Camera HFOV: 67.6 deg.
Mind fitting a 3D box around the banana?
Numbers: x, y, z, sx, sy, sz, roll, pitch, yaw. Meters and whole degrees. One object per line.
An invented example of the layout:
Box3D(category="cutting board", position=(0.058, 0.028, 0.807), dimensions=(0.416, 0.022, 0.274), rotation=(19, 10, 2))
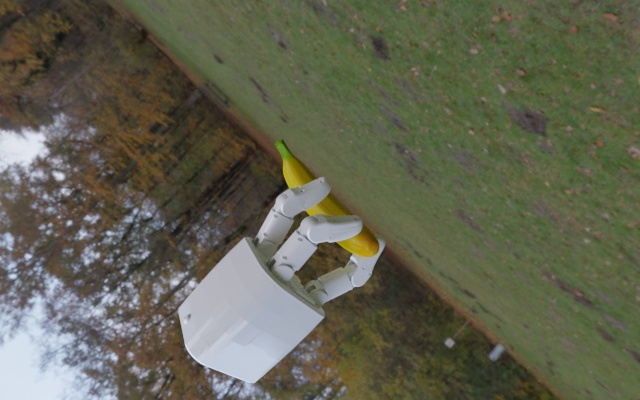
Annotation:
Box3D(category="banana", position=(0.005, 0.008, 0.540), dimensions=(0.197, 0.037, 0.070), rotation=(46, -3, 36))
